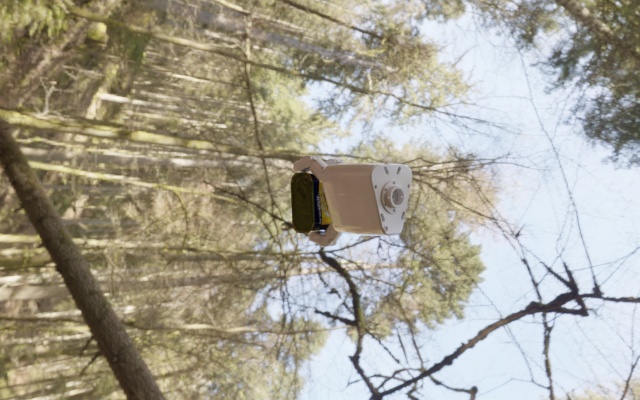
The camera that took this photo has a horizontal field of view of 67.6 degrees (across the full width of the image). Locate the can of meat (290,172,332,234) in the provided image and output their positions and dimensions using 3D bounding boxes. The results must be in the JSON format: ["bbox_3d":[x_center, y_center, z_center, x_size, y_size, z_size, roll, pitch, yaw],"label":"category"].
[{"bbox_3d":[0.000,0.003,0.815,0.084,0.102,0.057,-2,-1,-39],"label":"can of meat"}]
